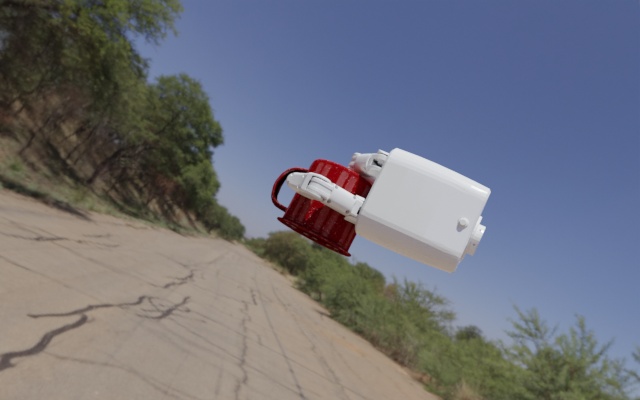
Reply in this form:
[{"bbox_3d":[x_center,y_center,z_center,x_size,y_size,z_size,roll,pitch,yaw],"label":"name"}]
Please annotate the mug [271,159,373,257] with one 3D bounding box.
[{"bbox_3d":[-0.001,0.001,0.542,0.117,0.081,0.093,25,-9,17],"label":"mug"}]
